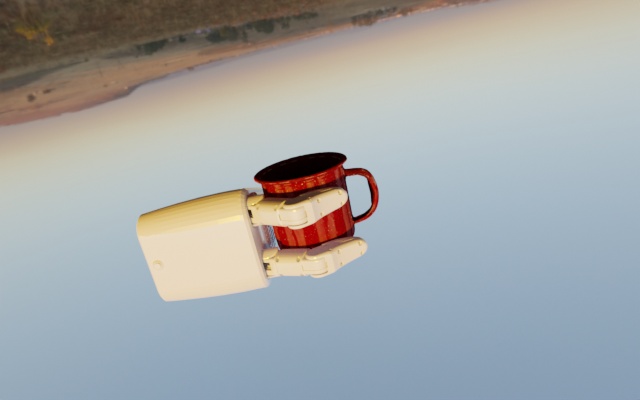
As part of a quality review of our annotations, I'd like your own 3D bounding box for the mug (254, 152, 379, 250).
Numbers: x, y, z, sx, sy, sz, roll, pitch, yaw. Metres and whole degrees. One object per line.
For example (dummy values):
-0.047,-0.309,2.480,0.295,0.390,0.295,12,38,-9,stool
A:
0.002,0.001,0.476,0.117,0.081,0.093,-11,18,6,mug
